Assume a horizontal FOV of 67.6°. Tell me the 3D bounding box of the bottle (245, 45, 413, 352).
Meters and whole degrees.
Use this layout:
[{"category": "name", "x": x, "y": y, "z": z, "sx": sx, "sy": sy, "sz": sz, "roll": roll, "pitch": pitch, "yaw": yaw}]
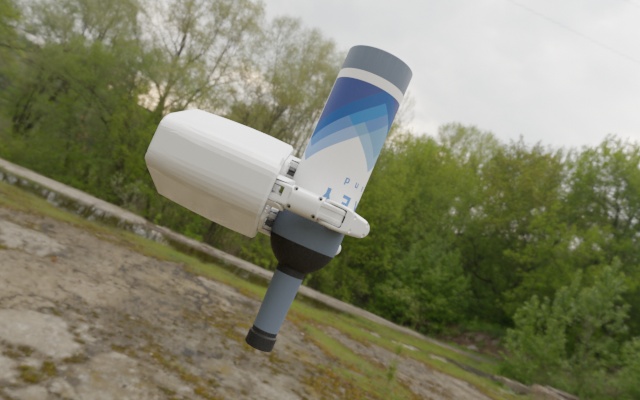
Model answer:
[{"category": "bottle", "x": 0.000, "y": 0.001, "z": 0.455, "sx": 0.069, "sy": 0.295, "sz": 0.069, "roll": 23, "pitch": -3, "yaw": 1}]
